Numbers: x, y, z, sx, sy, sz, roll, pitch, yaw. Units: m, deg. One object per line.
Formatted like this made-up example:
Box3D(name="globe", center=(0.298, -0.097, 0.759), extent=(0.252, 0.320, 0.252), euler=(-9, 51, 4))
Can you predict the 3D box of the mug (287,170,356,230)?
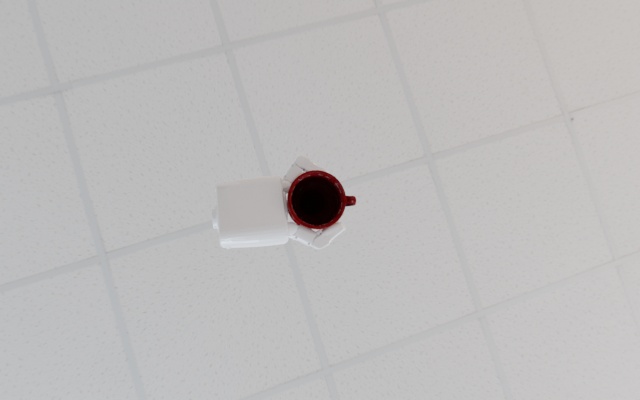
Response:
Box3D(name="mug", center=(0.002, 0.002, 0.783), extent=(0.117, 0.093, 0.081), euler=(-4, -6, -10))
